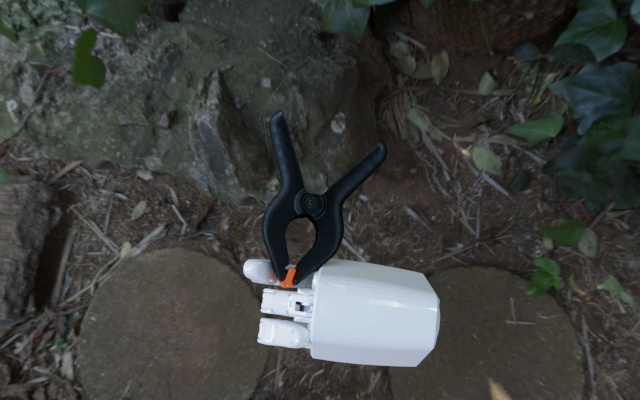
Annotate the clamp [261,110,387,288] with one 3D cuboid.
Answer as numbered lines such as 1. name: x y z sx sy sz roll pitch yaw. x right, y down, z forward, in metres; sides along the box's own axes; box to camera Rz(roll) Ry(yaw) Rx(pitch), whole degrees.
1. clamp: 0.000 0.002 0.463 0.120 0.171 0.039 7 -8 1
